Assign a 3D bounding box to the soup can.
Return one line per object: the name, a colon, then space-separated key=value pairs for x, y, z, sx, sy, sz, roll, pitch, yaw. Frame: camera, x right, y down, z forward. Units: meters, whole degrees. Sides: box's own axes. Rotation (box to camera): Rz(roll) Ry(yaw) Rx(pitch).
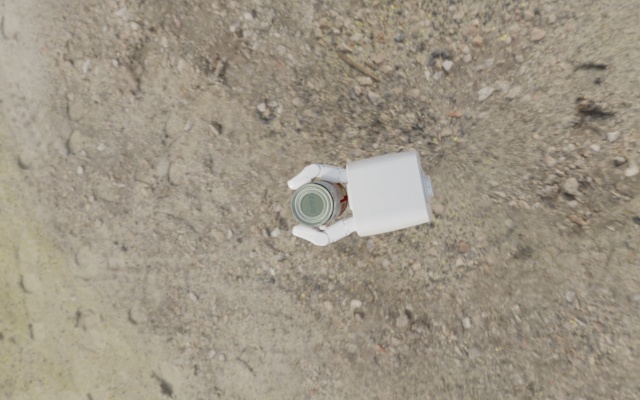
soup can: x=0.000 y=0.002 z=0.744 sx=0.068 sy=0.068 sz=0.102 roll=0 pitch=5 yaw=14
